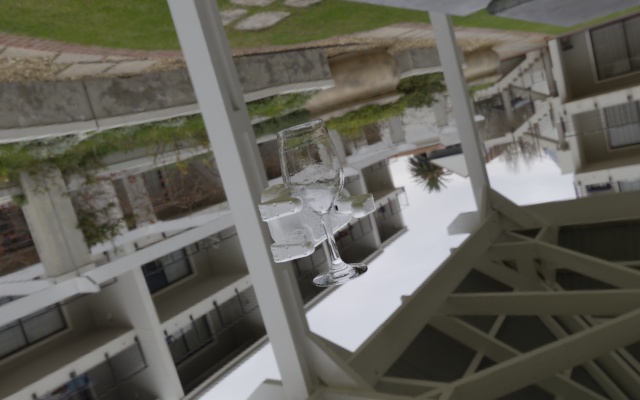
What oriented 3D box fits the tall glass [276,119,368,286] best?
[{"bbox_3d":[0.000,0.003,0.611,0.079,0.201,0.079,-15,7,2],"label":"tall glass"}]
